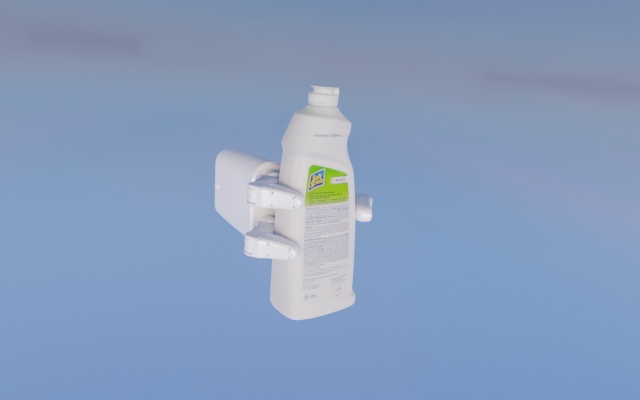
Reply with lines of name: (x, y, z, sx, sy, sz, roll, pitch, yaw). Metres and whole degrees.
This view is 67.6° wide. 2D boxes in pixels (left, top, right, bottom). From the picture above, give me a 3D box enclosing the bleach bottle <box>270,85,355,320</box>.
bleach bottle: (0.000, 0.002, 0.529, 0.102, 0.251, 0.068, -7, 21, -37)
